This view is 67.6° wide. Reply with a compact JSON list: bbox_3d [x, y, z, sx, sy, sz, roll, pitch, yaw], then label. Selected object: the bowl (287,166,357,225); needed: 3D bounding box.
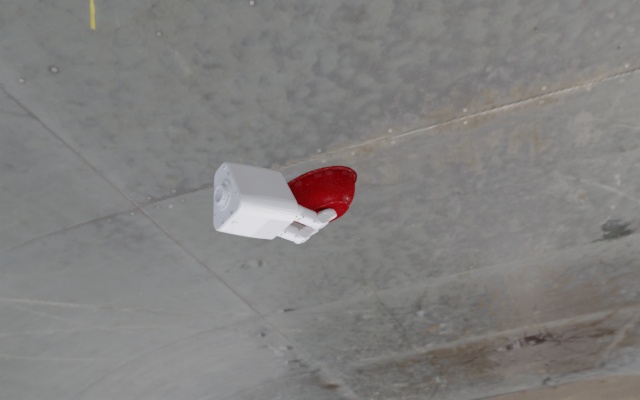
[{"bbox_3d":[0.001,0.003,0.873,0.162,0.055,0.162,-18,-23,-8],"label":"bowl"}]
